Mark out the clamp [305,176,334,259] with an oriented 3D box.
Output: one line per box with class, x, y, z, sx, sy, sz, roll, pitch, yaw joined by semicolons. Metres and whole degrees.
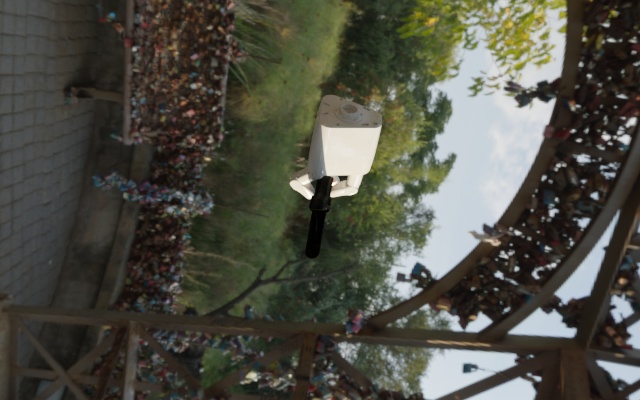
clamp;0.001;0.003;0.830;0.039;0.171;0.120;11;-44;-2
